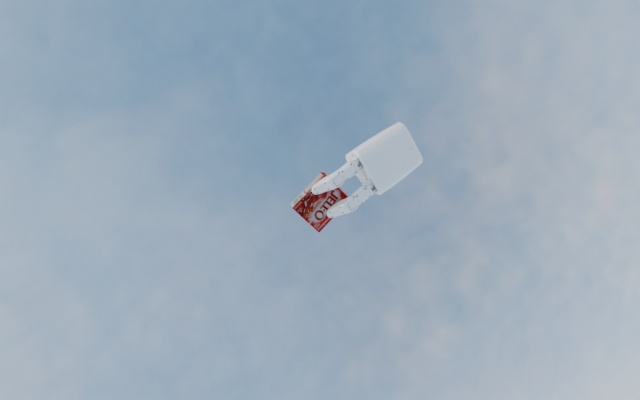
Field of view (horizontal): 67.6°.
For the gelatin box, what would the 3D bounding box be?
[{"bbox_3d":[0.000,0.003,0.894,0.073,0.089,0.030,43,2,-20],"label":"gelatin box"}]
